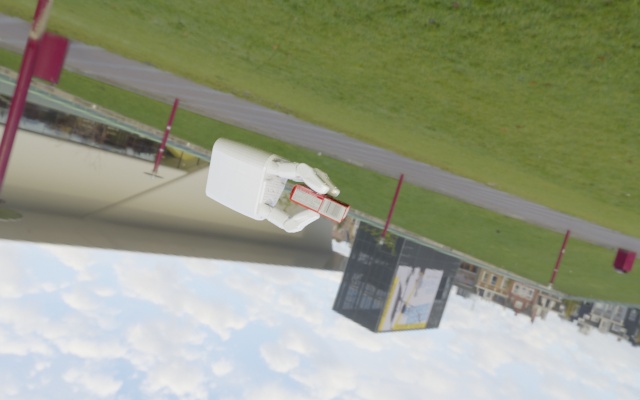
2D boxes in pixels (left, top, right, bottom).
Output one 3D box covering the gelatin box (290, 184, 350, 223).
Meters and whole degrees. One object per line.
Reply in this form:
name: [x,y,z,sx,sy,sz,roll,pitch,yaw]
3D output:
gelatin box: [0.000,0.003,0.757,0.089,0.030,0.073,25,4,6]
